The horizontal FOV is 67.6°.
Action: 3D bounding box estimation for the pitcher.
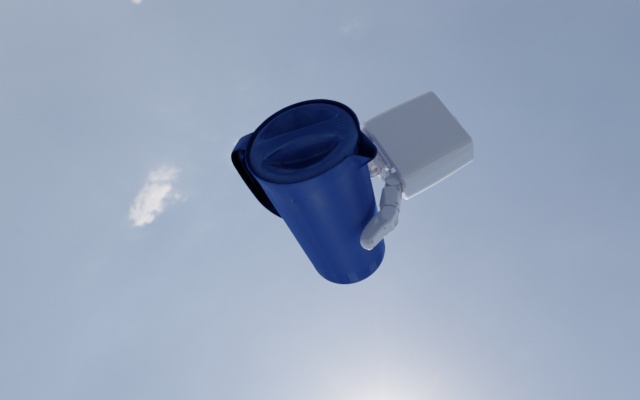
[{"bbox_3d":[0.000,0.002,0.612,0.145,0.243,0.149,-30,47,-7],"label":"pitcher"}]
